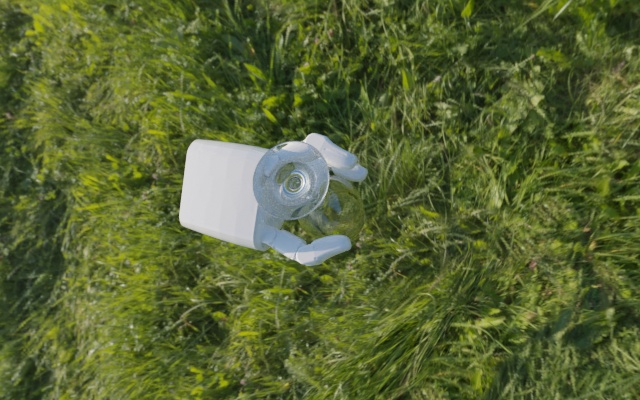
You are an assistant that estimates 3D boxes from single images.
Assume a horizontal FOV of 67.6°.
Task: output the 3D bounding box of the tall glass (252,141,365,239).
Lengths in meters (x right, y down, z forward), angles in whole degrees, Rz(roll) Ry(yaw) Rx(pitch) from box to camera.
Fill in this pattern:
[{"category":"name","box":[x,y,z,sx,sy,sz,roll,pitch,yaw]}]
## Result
[{"category":"tall glass","box":[0.000,0.002,0.524,0.079,0.079,0.201,0,-12,17]}]
